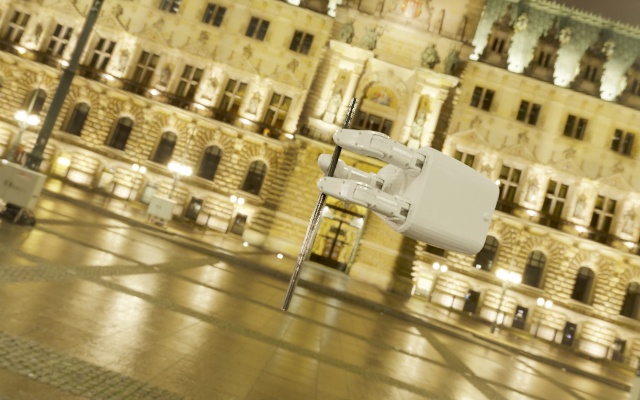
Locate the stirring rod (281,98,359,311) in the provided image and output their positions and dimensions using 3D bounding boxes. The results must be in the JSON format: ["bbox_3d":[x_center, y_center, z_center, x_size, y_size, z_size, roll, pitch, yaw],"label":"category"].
[{"bbox_3d":[0.000,0.002,0.514,0.011,0.239,0.011,18,-6,2],"label":"stirring rod"}]
